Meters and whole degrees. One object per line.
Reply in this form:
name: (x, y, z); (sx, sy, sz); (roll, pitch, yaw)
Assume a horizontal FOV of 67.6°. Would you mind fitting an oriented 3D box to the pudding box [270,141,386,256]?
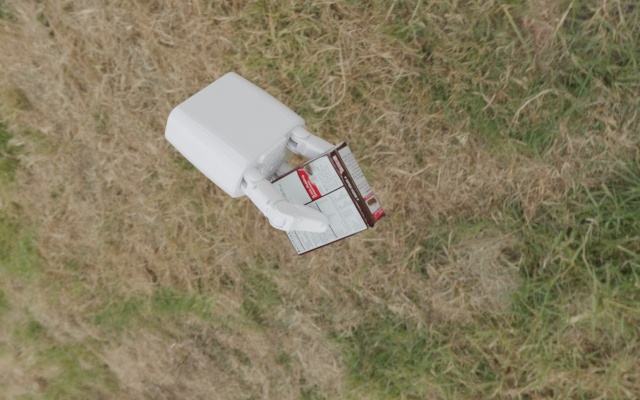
pudding box: (0.000, 0.002, 0.511); (0.113, 0.090, 0.039); (-25, 8, 42)
